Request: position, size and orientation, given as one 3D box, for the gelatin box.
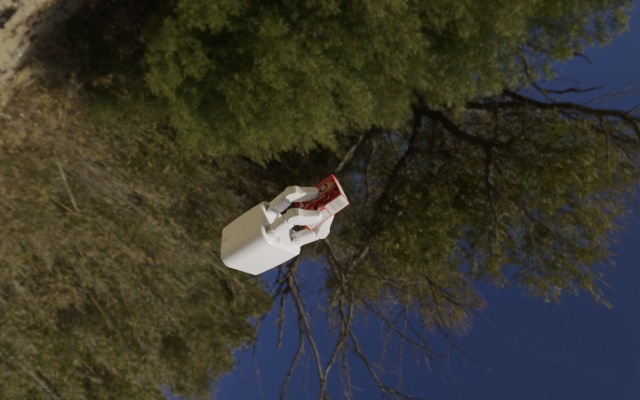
[{"bbox_3d":[0.001,0.003,0.859,0.089,0.030,0.073,-35,34,9],"label":"gelatin box"}]
